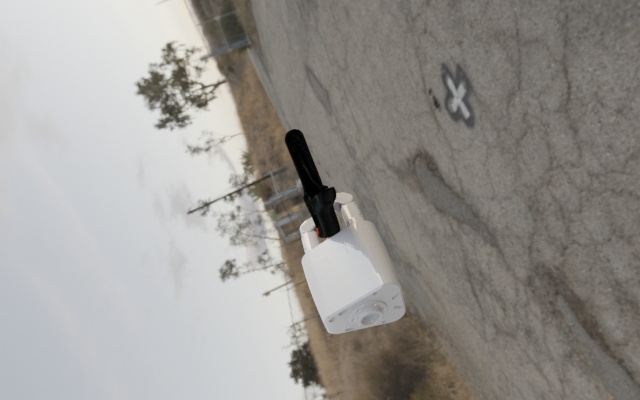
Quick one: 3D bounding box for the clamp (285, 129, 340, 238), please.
[{"bbox_3d":[0.000,0.002,0.617,0.039,0.172,0.120,-21,45,-1],"label":"clamp"}]
